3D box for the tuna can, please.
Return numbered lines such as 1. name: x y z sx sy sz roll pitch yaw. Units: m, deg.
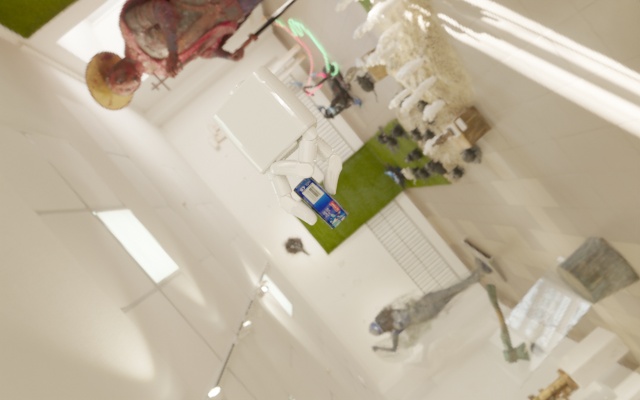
1. tuna can: 0.000 0.003 0.708 0.086 0.034 0.086 44 -2 2
